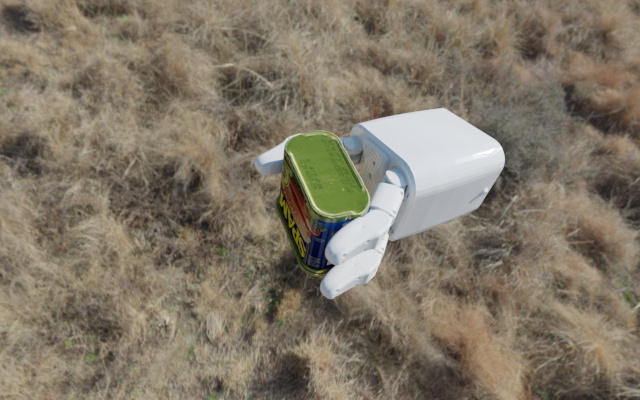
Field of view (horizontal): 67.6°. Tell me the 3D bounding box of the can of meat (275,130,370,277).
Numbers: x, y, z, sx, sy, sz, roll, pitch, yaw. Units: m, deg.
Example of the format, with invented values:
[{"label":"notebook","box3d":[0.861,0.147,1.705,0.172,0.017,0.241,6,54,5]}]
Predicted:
[{"label":"can of meat","box3d":[0.000,0.001,0.424,0.057,0.102,0.084,-13,-35,-19]}]
